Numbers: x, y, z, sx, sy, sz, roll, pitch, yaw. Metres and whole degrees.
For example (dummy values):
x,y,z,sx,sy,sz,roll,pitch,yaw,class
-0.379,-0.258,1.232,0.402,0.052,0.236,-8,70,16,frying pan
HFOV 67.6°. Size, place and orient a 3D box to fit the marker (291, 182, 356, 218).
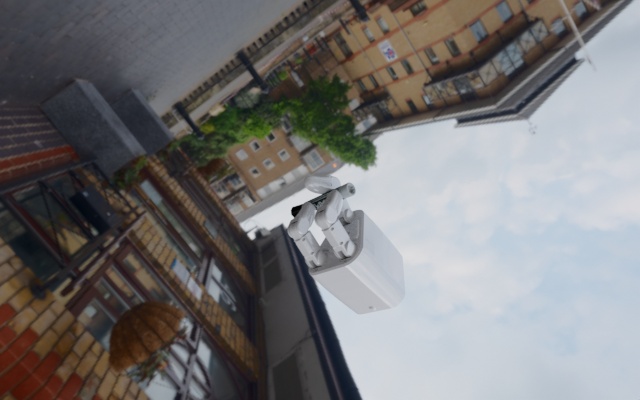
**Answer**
x,y,z,sx,sy,sz,roll,pitch,yaw,class
0.000,0.002,0.680,0.020,0.020,0.121,0,-17,-46,marker
